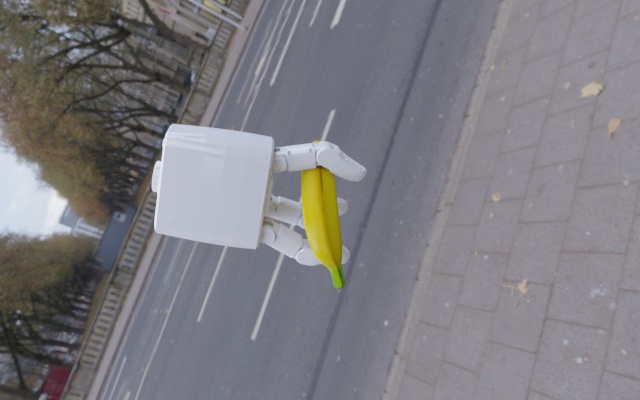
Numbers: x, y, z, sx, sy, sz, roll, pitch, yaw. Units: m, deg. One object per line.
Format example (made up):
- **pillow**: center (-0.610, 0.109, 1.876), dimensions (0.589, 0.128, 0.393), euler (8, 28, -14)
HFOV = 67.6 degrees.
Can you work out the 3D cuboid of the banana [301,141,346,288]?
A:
- **banana**: center (-0.001, -0.007, 0.515), dimensions (0.037, 0.197, 0.070), euler (-5, -38, 1)
